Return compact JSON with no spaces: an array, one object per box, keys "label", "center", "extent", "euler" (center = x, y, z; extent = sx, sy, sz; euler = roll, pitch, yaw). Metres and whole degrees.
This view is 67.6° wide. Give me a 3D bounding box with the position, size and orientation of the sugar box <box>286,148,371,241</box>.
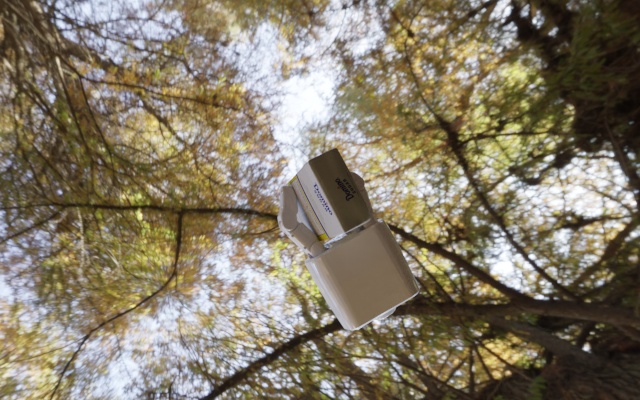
[{"label":"sugar box","center":[0.001,0.002,0.612],"extent":[0.048,0.093,0.176],"euler":[-27,-1,-20]}]
